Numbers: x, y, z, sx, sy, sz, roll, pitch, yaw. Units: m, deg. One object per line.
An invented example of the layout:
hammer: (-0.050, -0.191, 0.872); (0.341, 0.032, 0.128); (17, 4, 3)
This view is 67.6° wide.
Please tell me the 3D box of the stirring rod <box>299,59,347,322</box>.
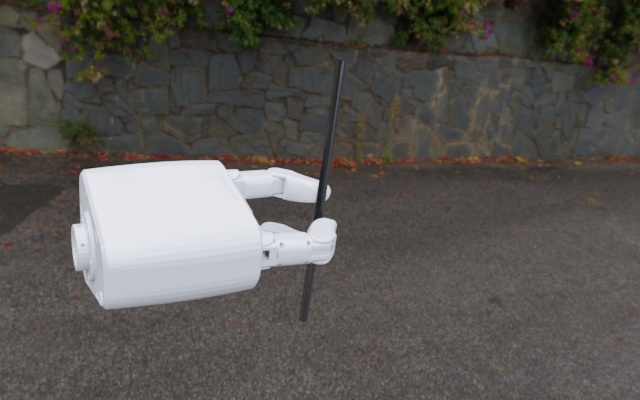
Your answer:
stirring rod: (0.000, 0.001, 0.415); (0.011, 0.240, 0.011); (7, 20, -3)
